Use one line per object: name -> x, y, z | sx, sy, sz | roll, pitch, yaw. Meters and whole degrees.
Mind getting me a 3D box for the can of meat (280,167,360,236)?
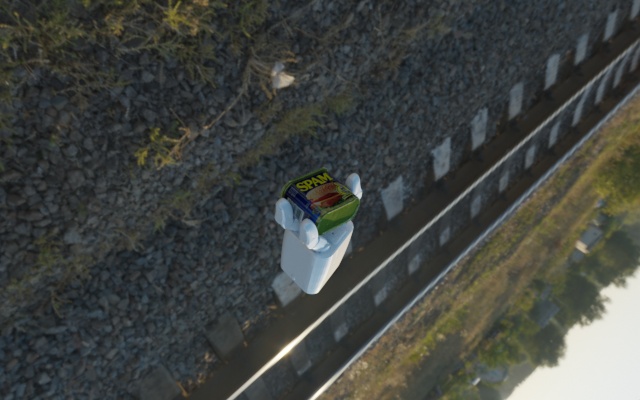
can of meat -> 0.000, 0.003, 0.755 | 0.102, 0.057, 0.084 | -24, 54, -40
